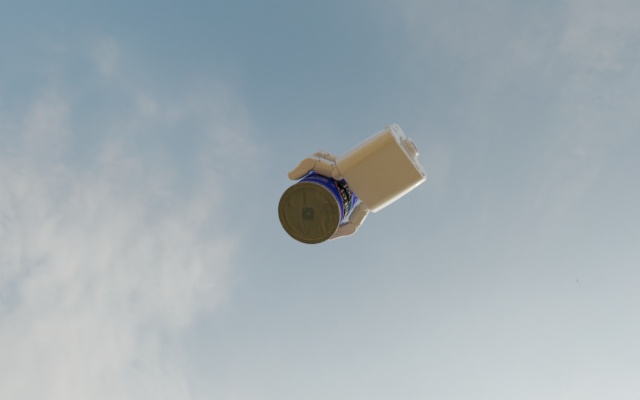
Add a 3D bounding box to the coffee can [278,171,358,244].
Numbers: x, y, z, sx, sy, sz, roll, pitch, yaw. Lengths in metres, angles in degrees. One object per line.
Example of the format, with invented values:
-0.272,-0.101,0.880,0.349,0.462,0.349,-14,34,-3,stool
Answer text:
0.000,0.003,0.812,0.103,0.103,0.140,0,15,17,coffee can
